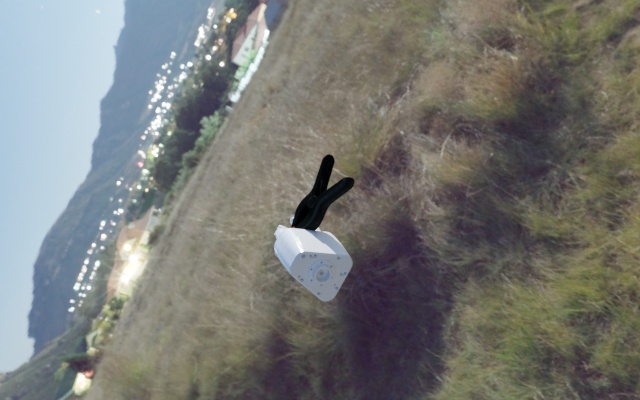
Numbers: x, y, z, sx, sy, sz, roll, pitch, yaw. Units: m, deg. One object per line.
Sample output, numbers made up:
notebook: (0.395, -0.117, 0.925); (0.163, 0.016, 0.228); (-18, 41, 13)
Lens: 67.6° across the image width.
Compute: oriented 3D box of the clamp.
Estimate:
clamp: (0.000, 0.003, 0.892); (0.039, 0.171, 0.120); (23, 8, -24)
